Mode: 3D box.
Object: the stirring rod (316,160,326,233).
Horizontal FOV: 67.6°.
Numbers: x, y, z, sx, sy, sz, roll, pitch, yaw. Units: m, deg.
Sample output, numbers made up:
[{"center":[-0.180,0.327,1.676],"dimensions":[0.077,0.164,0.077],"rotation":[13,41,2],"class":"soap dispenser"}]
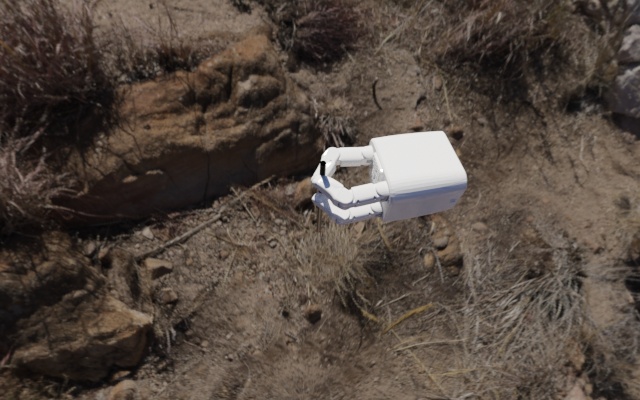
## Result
[{"center":[0.000,0.002,0.709],"dimensions":[0.011,0.011,0.240],"rotation":[0,-24,-2],"class":"stirring rod"}]
